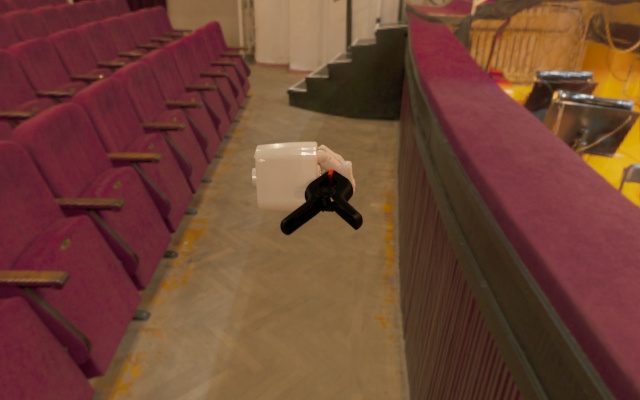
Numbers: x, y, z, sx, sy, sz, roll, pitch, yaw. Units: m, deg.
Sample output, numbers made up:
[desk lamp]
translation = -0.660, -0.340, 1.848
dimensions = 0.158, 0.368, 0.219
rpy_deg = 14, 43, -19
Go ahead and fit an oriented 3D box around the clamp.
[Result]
[clamp]
translation = 0.000, 0.002, 0.746
dimensions = 0.120, 0.039, 0.171
rpy_deg = -4, 26, 1
